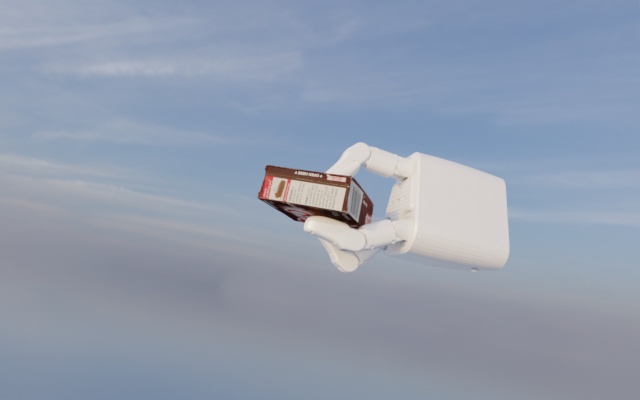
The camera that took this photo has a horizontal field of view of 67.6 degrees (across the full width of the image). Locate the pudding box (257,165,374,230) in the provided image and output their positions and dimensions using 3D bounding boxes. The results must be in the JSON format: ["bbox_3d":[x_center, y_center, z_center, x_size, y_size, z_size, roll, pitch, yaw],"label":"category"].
[{"bbox_3d":[0.000,0.001,0.486,0.090,0.039,0.113,8,-13,18],"label":"pudding box"}]
